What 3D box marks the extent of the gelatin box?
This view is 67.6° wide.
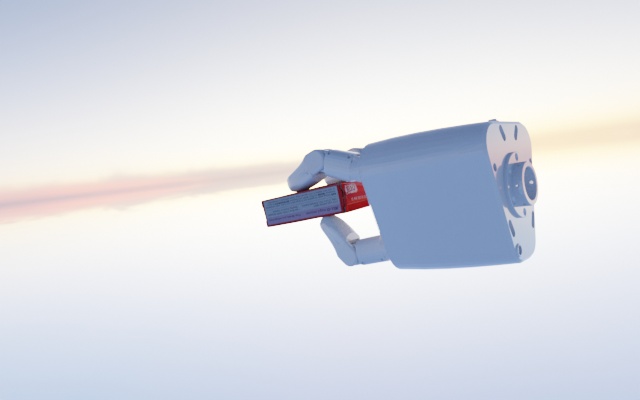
[{"bbox_3d":[0.000,0.002,0.465,0.089,0.030,0.073,-13,-1,29],"label":"gelatin box"}]
